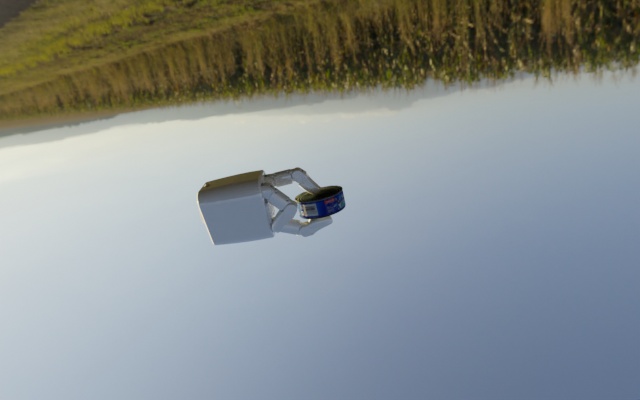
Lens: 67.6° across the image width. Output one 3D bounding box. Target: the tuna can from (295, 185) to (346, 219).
[{"bbox_3d":[0.000,0.003,0.833,0.086,0.034,0.086,-13,15,3],"label":"tuna can"}]
